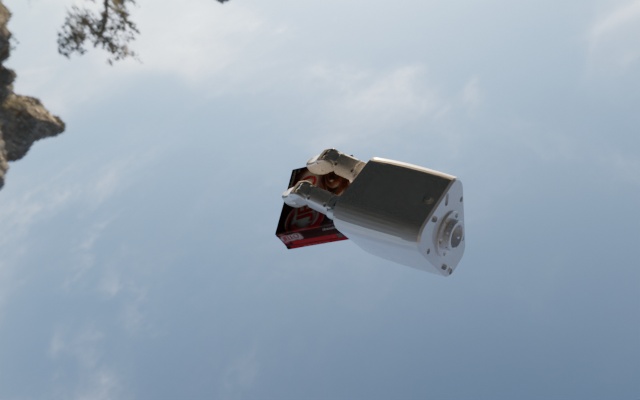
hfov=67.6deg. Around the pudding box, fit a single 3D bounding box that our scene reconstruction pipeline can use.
[{"bbox_3d":[0.000,0.002,0.591,0.090,0.113,0.039,-11,-47,24],"label":"pudding box"}]
